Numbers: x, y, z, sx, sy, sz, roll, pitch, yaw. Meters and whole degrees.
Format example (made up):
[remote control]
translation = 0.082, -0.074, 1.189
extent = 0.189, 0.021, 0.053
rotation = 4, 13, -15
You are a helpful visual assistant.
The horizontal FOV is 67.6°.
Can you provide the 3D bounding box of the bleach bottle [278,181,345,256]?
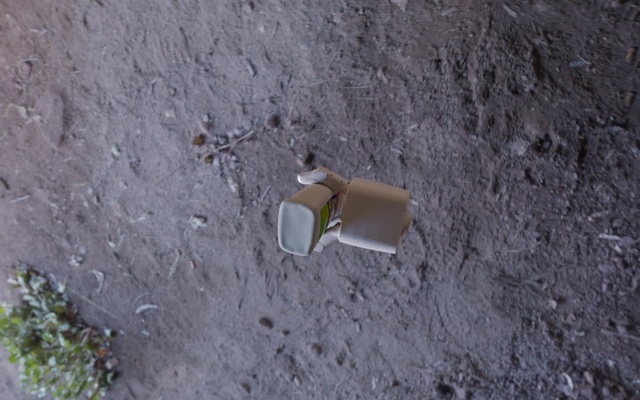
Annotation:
[bleach bottle]
translation = 0.000, 0.003, 0.882
extent = 0.068, 0.103, 0.250
rotation = 13, 25, 14
